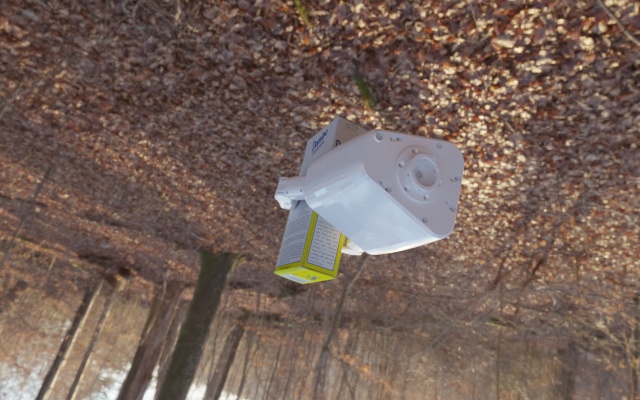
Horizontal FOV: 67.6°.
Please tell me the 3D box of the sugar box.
[{"bbox_3d":[0.001,0.002,0.543,0.048,0.176,0.093,23,-20,-19],"label":"sugar box"}]
